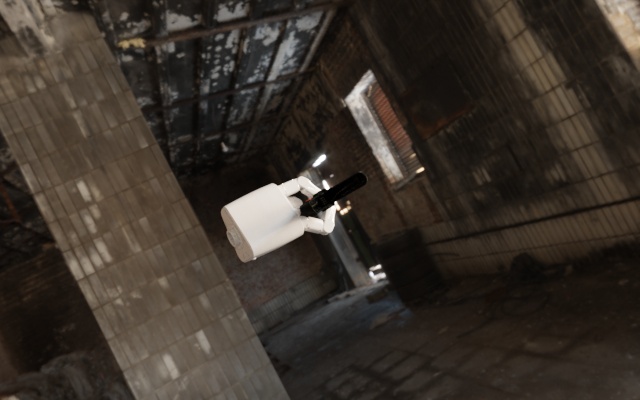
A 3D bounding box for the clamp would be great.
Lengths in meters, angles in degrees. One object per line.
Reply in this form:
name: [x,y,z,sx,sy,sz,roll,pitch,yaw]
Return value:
clamp: [0.000,0.002,0.833,0.120,0.039,0.171,-25,-4,-28]
